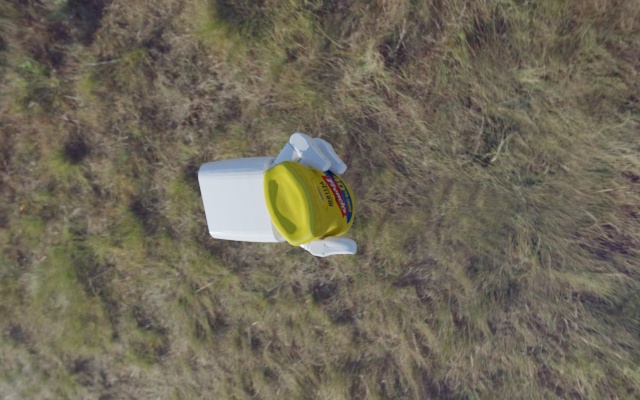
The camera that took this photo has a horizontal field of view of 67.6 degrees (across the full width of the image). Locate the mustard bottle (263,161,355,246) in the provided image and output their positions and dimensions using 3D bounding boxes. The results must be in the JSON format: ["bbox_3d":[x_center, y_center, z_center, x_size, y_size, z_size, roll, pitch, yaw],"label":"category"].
[{"bbox_3d":[0.000,0.002,0.618,0.058,0.096,0.191,-27,-10,21],"label":"mustard bottle"}]
